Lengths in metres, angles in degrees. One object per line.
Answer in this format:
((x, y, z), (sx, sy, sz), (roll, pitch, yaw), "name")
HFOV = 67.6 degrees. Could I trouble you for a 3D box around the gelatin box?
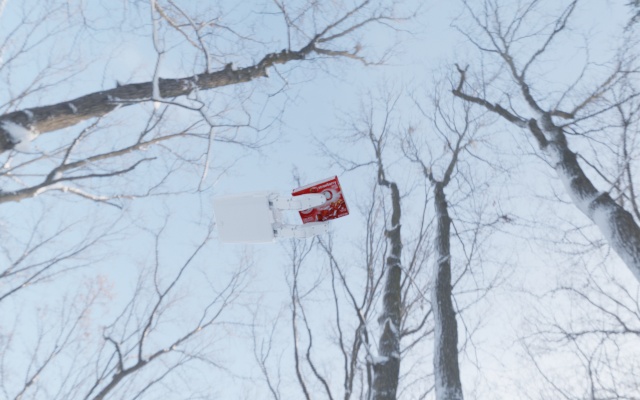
((0.000, 0.003, 0.870), (0.089, 0.073, 0.030), (-18, 16, 10), "gelatin box")
